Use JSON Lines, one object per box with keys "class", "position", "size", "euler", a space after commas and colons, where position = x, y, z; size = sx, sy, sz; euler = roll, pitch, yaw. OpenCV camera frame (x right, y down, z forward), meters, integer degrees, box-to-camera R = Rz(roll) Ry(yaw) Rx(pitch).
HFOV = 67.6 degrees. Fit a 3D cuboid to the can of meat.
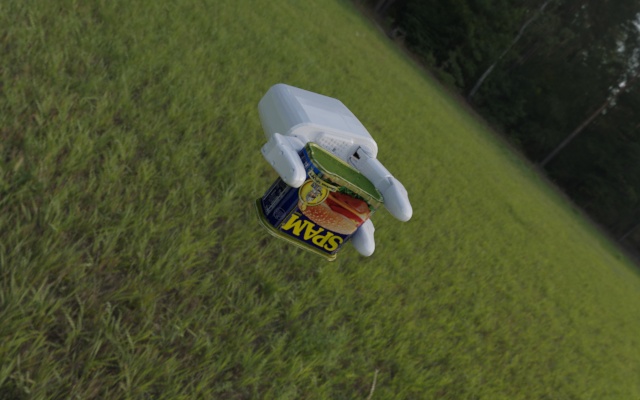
{"class": "can of meat", "position": [0.000, 0.001, 0.474], "size": [0.102, 0.084, 0.057], "euler": [28, 23, -33]}
